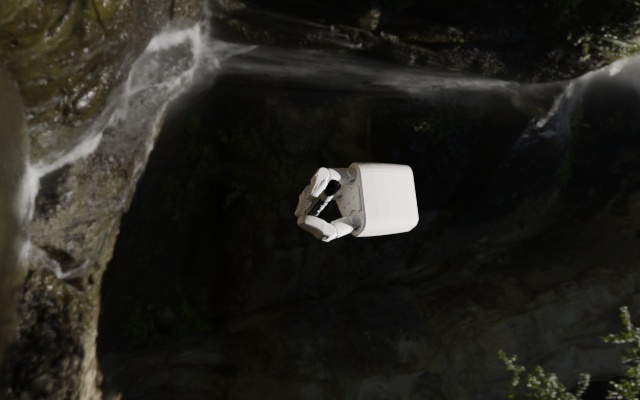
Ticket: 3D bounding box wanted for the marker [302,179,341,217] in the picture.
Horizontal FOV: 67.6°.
[{"bbox_3d":[0.000,0.002,0.703,0.020,0.020,0.121,0,-26,-24],"label":"marker"}]
